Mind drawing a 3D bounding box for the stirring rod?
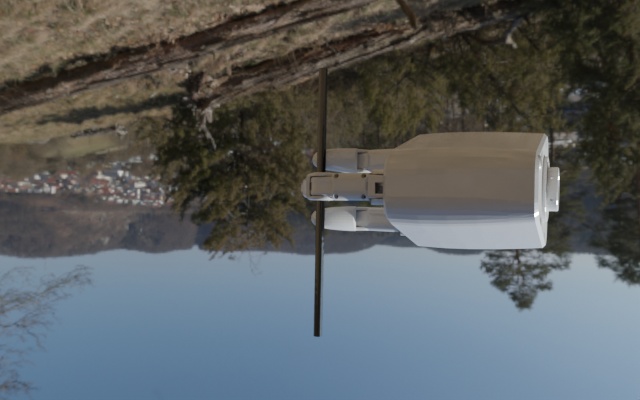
[{"bbox_3d":[0.000,0.001,0.430,0.011,0.239,0.011,1,0,0],"label":"stirring rod"}]
